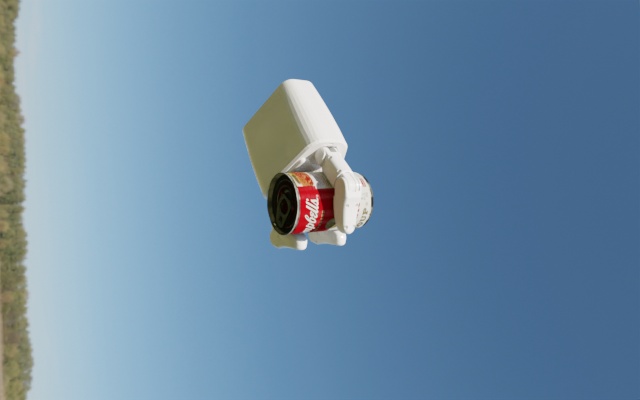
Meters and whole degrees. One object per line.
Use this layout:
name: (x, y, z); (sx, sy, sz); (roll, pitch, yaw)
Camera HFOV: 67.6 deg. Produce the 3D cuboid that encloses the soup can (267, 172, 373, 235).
soup can: (0.001, 0.002, 0.540); (0.102, 0.068, 0.068); (-3, 1, -34)
